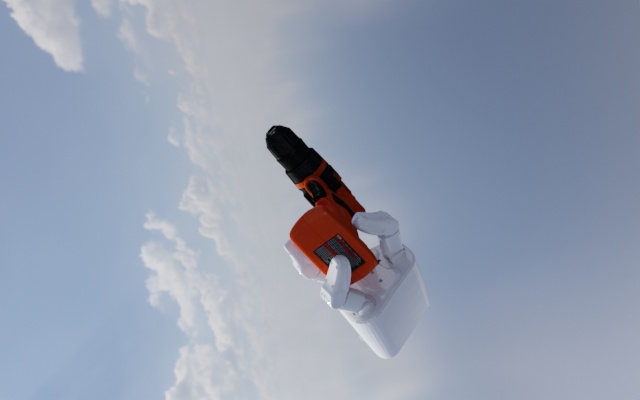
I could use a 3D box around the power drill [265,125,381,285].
[{"bbox_3d":[0.000,0.002,0.578,0.057,0.184,0.187,-38,24,16],"label":"power drill"}]
